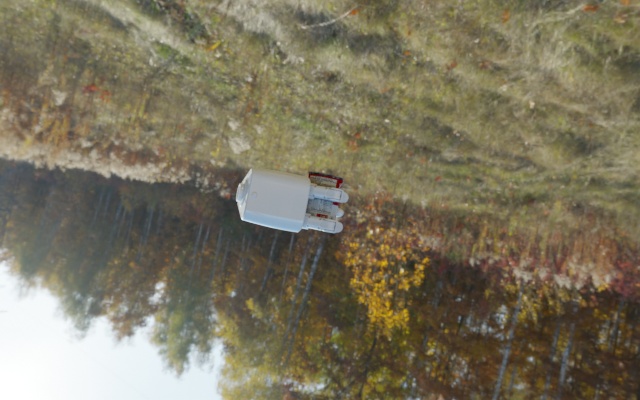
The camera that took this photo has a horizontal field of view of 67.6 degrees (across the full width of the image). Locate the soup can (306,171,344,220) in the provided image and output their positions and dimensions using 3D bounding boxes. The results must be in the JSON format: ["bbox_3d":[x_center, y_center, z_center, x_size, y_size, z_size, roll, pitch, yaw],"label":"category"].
[{"bbox_3d":[0.001,0.003,0.883,0.068,0.102,0.068,11,-2,0],"label":"soup can"}]
